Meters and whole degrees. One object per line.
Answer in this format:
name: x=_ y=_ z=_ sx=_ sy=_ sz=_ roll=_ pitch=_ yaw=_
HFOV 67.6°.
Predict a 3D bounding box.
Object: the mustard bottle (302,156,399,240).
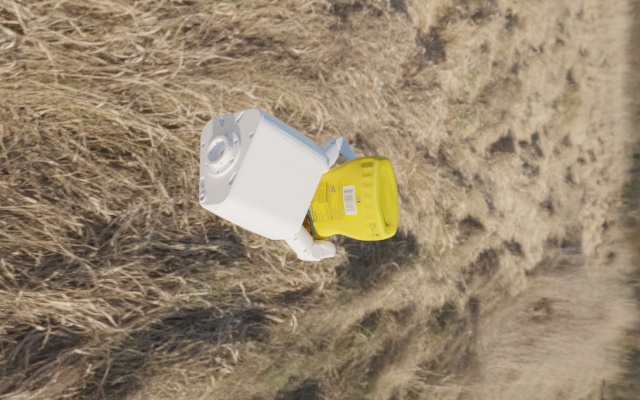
mustard bottle: x=0.001 y=0.002 z=0.596 sx=0.191 sy=0.096 sz=0.058 roll=-5 pitch=2 yaw=37
